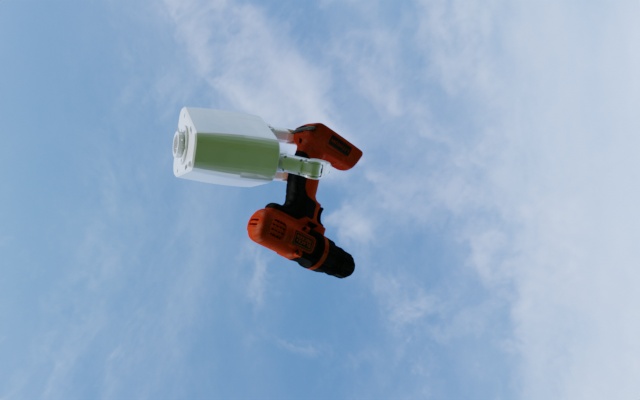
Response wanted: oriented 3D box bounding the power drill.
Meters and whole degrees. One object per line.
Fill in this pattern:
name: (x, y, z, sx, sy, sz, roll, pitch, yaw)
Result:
power drill: (0.000, 0.002, 0.665, 0.057, 0.187, 0.184, -4, -26, 46)
